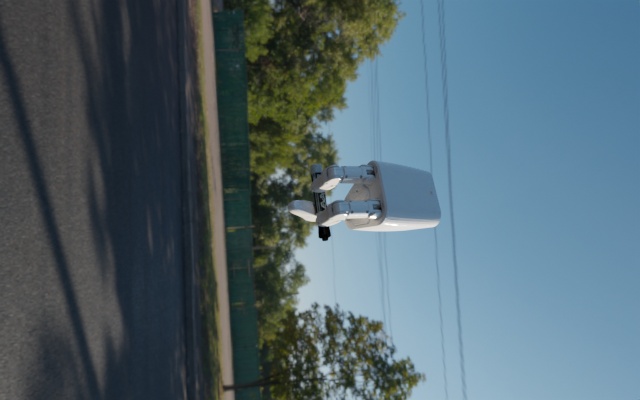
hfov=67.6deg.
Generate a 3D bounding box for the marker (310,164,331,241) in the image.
[{"bbox_3d":[0.000,0.002,0.712,0.020,0.121,0.020,-6,-23,-3],"label":"marker"}]
